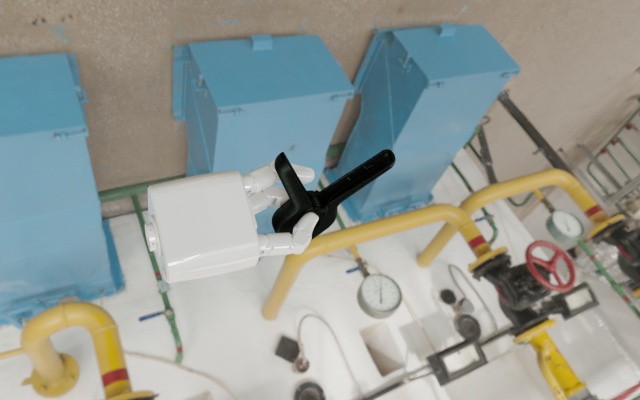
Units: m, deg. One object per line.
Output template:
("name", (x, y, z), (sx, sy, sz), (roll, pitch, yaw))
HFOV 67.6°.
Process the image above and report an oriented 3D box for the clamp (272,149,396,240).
("clamp", (0.000, 0.003, 0.637), (0.164, 0.036, 0.210), (-8, -33, -24))
